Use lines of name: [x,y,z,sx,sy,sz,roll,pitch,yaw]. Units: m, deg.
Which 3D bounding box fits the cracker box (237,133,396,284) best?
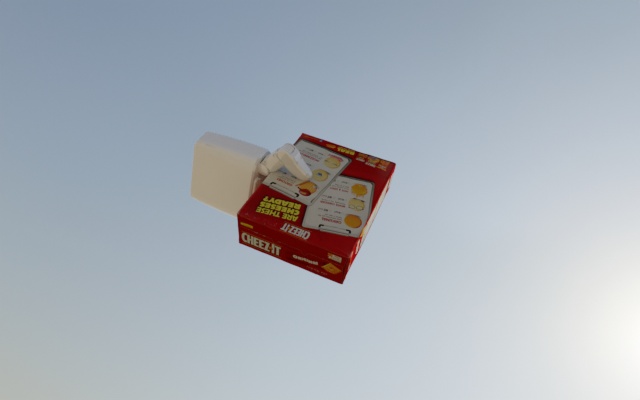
cracker box: [0.000,0.002,0.709,0.164,0.072,0.213,20,46,13]
